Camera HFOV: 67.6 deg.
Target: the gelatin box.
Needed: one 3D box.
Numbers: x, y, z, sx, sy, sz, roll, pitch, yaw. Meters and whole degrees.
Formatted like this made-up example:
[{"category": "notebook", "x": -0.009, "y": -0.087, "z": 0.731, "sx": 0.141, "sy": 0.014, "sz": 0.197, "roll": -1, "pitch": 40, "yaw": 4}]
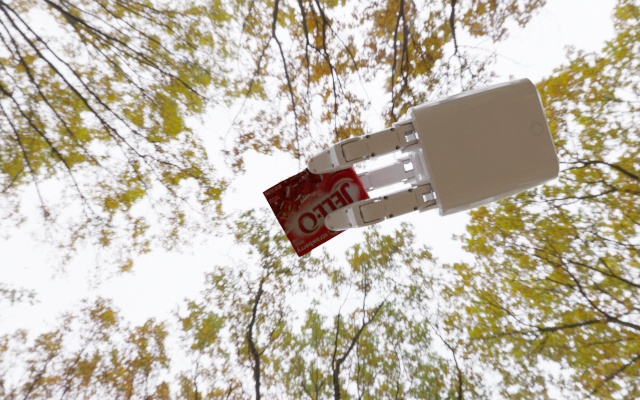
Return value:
[{"category": "gelatin box", "x": 0.000, "y": 0.002, "z": 0.462, "sx": 0.089, "sy": 0.073, "sz": 0.030, "roll": -30, "pitch": -1, "yaw": 6}]
